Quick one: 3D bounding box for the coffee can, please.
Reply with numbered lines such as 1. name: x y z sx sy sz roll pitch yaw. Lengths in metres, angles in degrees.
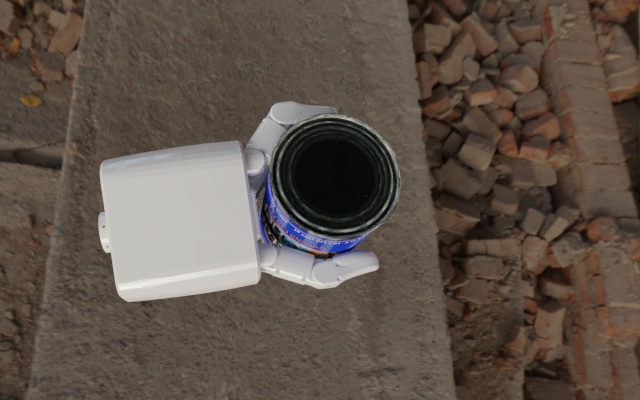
1. coffee can: 0.000 0.001 0.424 0.103 0.102 0.140 0 -18 -11
